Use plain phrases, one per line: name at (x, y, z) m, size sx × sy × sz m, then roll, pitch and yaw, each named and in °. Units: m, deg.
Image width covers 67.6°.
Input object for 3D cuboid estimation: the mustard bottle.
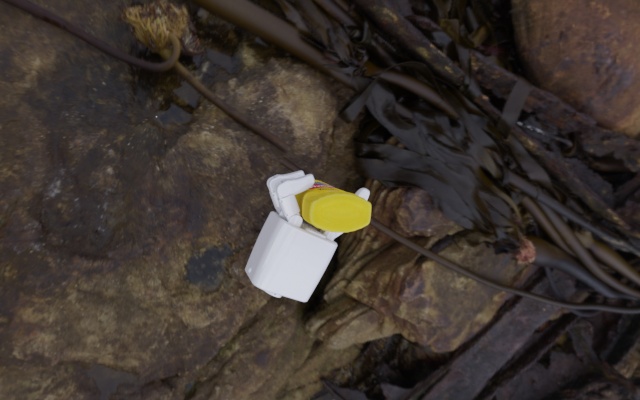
mustard bottle at (0.000, 0.002, 0.754) m, size 0.096 × 0.058 × 0.191 m, roll 0°, pitch 10°, yaw -19°
